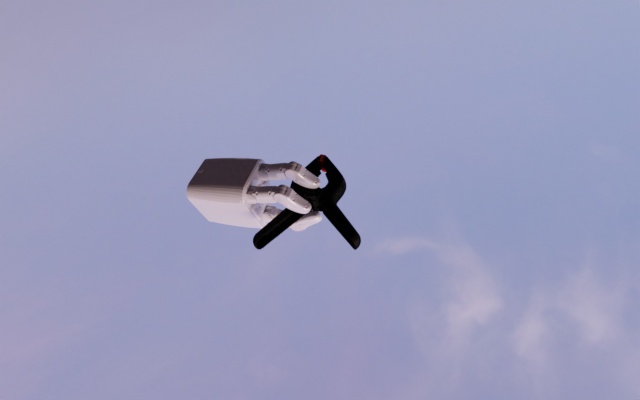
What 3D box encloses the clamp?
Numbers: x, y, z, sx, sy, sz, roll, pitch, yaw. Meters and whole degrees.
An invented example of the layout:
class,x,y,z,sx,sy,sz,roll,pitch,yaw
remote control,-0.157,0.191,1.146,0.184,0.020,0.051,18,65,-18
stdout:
class,x,y,z,sx,sy,sz,roll,pitch,yaw
clamp,0.000,0.003,0.769,0.164,0.036,0.209,5,45,17
